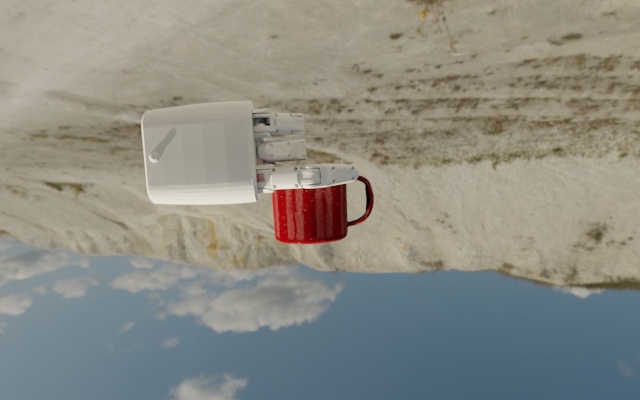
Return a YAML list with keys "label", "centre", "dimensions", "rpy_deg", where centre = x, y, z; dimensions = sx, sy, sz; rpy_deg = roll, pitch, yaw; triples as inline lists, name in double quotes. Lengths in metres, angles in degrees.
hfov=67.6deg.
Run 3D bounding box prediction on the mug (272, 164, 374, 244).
- label: "mug"
  centre: [0.002, 0.002, 0.526]
  dimensions: [0.117, 0.081, 0.093]
  rpy_deg: [-2, 4, 1]
